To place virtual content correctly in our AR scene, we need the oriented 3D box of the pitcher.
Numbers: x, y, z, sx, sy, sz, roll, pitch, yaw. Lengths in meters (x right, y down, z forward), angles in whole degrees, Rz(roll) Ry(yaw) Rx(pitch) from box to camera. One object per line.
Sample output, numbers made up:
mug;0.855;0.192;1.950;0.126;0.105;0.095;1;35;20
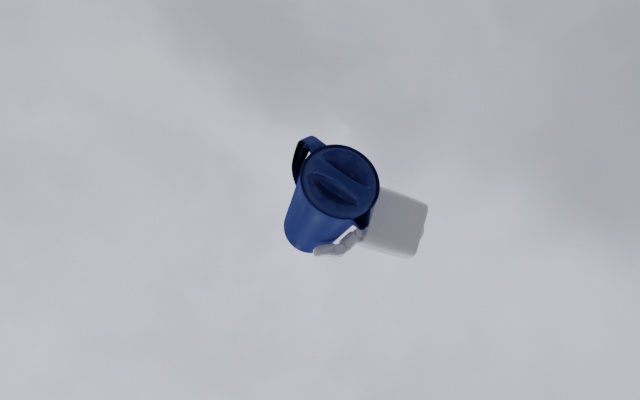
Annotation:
pitcher;0.000;0.003;0.865;0.145;0.149;0.243;16;-26;-8
